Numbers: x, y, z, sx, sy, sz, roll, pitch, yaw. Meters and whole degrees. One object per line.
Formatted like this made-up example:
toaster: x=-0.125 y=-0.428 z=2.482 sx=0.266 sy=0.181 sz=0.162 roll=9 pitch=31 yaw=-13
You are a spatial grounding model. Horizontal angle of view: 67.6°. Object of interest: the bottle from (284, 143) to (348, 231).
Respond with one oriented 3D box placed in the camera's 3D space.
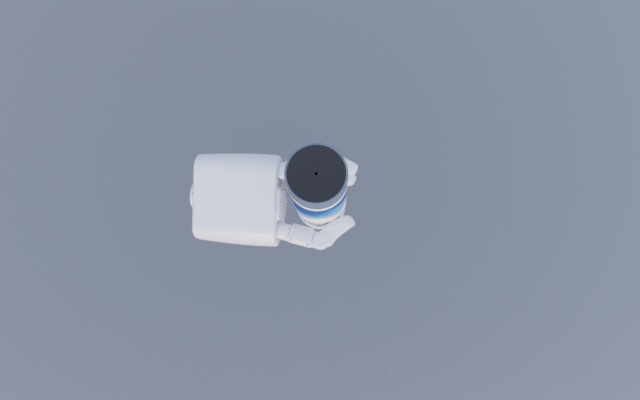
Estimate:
bottle: x=0.000 y=0.002 z=0.634 sx=0.069 sy=0.069 sz=0.296 roll=0 pitch=-12 yaw=2
